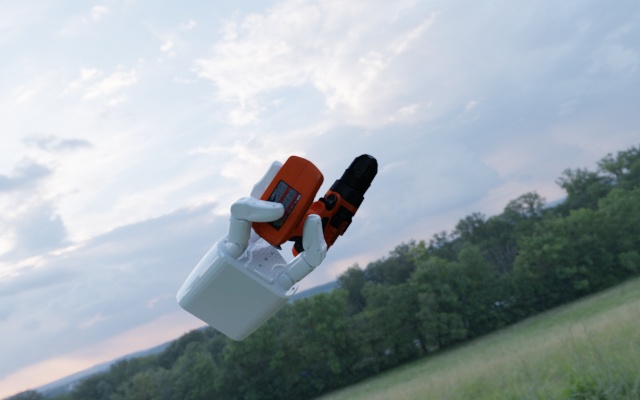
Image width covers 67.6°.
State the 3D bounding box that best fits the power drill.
[{"bbox_3d":[0.000,0.002,0.624,0.057,0.184,0.188,34,3,24],"label":"power drill"}]
